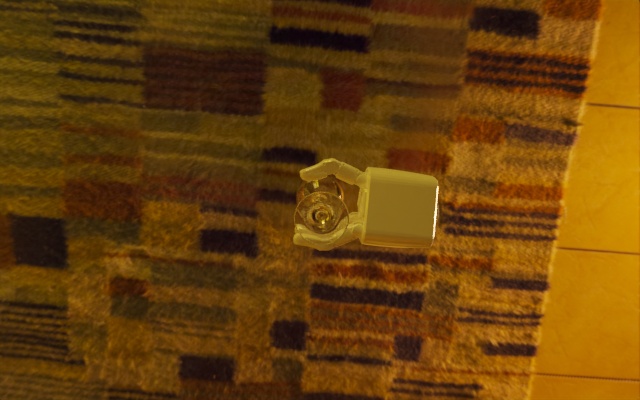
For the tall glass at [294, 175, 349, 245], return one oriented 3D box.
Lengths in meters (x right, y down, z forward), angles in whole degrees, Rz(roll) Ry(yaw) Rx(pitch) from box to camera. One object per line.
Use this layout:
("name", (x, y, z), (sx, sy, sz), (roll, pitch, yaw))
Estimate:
("tall glass", (0.000, 0.002, 0.736), (0.079, 0.079, 0.201), (0, 13, -1))
